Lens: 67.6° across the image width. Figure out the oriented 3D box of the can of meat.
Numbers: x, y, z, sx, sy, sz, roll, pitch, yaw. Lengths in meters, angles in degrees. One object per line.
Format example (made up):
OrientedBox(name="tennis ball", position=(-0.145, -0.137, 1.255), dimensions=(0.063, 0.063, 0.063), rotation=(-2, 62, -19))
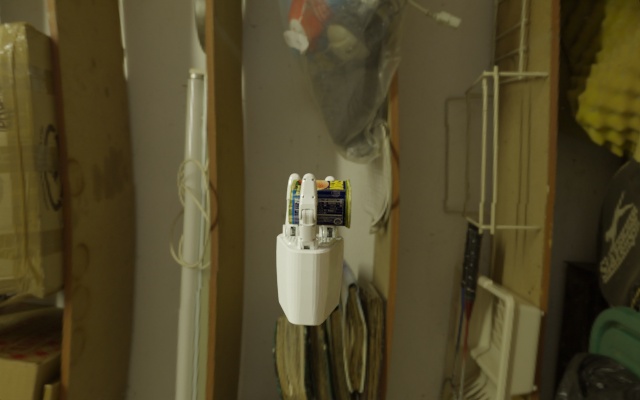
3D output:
OrientedBox(name="can of meat", position=(0.000, 0.002, 0.677), dimensions=(0.084, 0.057, 0.102), rotation=(1, 12, 1))
